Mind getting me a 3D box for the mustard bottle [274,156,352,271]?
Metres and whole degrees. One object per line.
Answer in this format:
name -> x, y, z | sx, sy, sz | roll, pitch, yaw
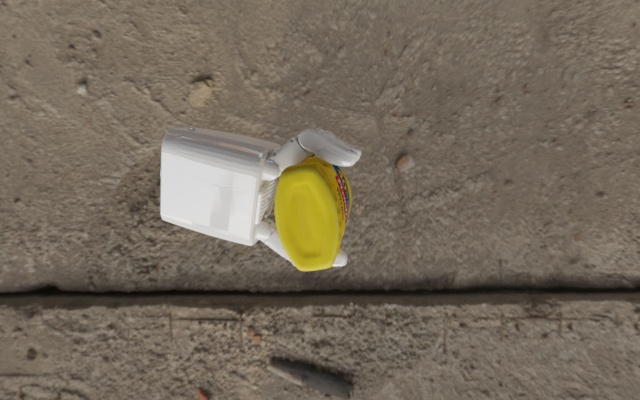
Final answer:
mustard bottle -> 0.000, 0.002, 0.507 | 0.058, 0.096, 0.191 | -10, 8, 9
